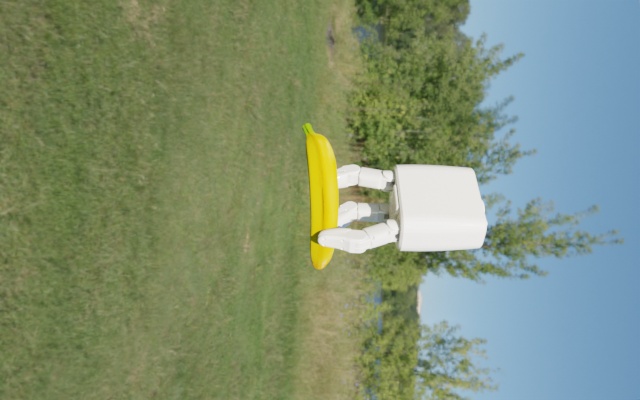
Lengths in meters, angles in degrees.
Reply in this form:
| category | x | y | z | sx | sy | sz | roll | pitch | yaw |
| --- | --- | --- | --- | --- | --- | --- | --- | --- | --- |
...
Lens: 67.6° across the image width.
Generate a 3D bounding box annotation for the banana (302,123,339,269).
| category | x | y | z | sx | sy | sz | roll | pitch | yaw |
| --- | --- | --- | --- | --- | --- | --- | --- | --- | --- |
| banana | 0.002 | 0.003 | 0.609 | 0.037 | 0.198 | 0.069 | -4 | 12 | -7 |
